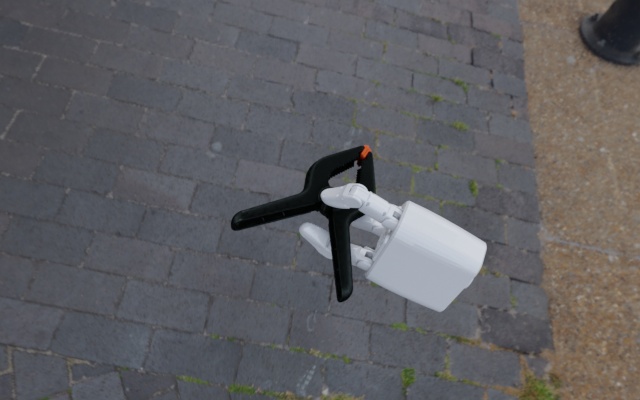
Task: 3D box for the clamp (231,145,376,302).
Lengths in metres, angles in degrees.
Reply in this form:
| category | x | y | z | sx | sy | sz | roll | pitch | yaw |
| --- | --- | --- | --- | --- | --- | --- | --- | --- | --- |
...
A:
| category | x | y | z | sx | sy | sz | roll | pitch | yaw |
| --- | --- | --- | --- | --- | --- | --- | --- | --- | --- |
| clamp | 0.001 | 0.001 | 0.599 | 0.164 | 0.210 | 0.036 | 28 | -31 | 1 |
